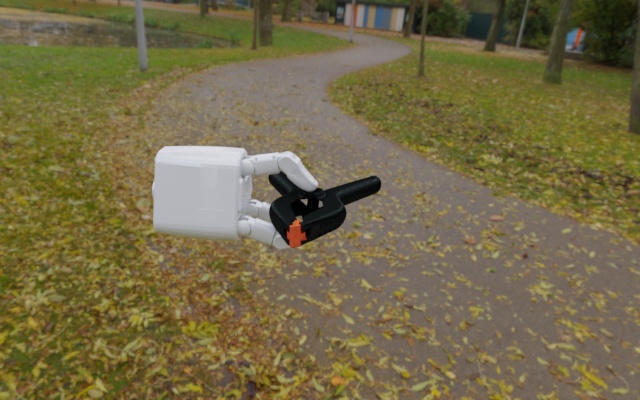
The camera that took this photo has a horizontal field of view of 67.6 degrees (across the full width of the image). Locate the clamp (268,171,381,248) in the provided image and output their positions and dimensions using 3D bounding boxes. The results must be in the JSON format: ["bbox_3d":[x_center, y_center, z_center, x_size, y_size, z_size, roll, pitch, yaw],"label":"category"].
[{"bbox_3d":[0.000,0.001,0.615,0.164,0.036,0.210,1,22,3],"label":"clamp"}]
